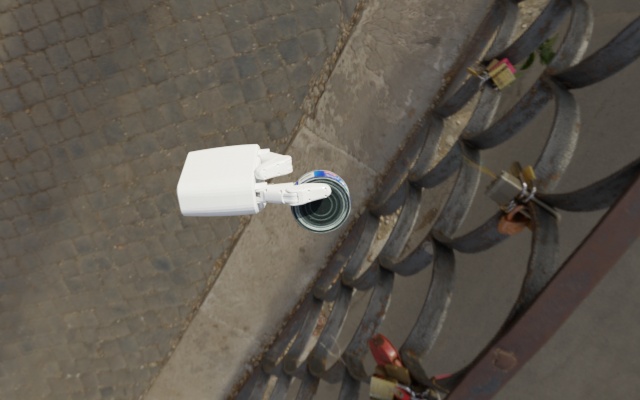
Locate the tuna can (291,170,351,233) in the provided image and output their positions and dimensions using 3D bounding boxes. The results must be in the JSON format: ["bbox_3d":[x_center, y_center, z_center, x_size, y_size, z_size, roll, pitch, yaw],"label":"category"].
[{"bbox_3d":[0.000,0.002,0.674,0.086,0.086,0.033,0,19,-3],"label":"tuna can"}]
